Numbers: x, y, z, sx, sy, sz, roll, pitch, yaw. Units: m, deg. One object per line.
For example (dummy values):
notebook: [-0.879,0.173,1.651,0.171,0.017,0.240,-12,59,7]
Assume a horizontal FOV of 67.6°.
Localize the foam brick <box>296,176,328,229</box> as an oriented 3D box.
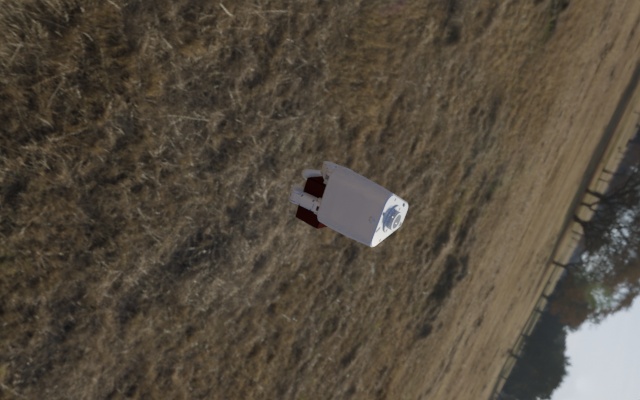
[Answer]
foam brick: [0.000,0.003,0.828,0.051,0.078,0.053,28,20,28]
